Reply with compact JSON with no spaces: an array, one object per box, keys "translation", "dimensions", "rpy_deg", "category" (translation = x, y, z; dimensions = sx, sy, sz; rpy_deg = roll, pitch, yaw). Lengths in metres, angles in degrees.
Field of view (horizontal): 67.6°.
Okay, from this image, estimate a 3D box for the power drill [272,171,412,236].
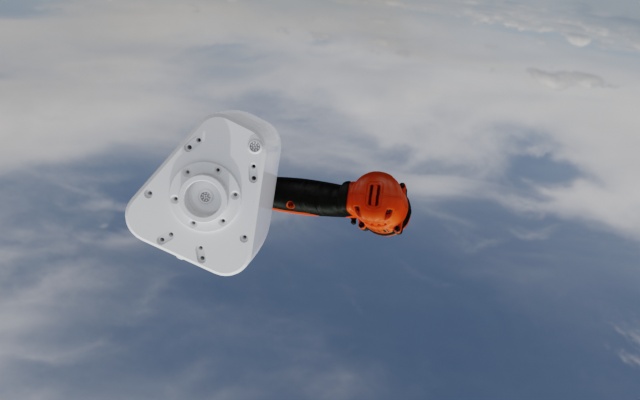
[{"translation":[0.000,0.002,0.499],"dimensions":[0.187,0.057,0.184],"rpy_deg":[4,-9,13],"category":"power drill"}]
